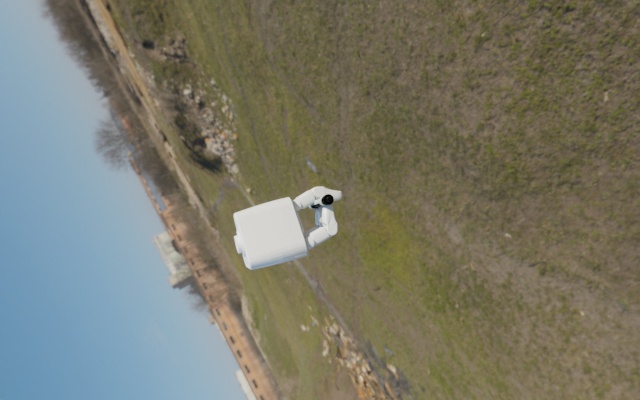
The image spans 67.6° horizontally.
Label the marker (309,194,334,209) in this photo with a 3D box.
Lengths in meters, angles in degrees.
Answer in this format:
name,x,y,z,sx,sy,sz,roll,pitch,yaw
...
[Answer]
name,x,y,z,sx,sy,sz,roll,pitch,yaw
marker,0.000,0.003,0.870,0.020,0.020,0.121,0,-5,-15
